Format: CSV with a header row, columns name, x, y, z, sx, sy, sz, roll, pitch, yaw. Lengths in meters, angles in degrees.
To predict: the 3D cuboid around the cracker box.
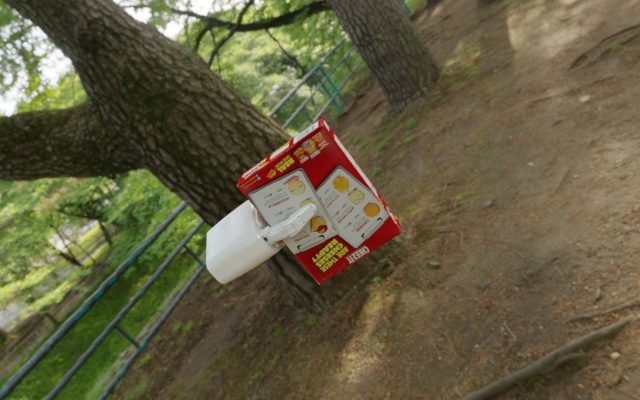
name,x,y,z,sx,sy,sz,roll,pitch,yaw
cracker box,0.000,0.002,0.758,0.164,0.214,0.072,-34,18,13
